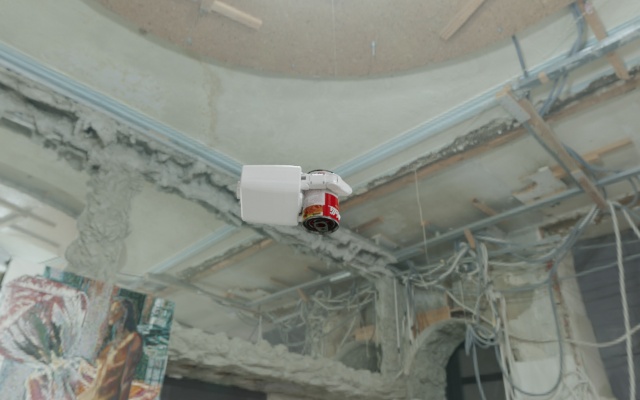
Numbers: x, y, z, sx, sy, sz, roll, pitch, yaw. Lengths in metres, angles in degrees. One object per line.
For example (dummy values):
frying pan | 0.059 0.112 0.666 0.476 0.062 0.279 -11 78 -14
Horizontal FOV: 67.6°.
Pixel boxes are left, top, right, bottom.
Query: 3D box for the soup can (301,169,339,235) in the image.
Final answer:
soup can | 0.001 0.003 0.878 0.068 0.102 0.068 1 -31 1
